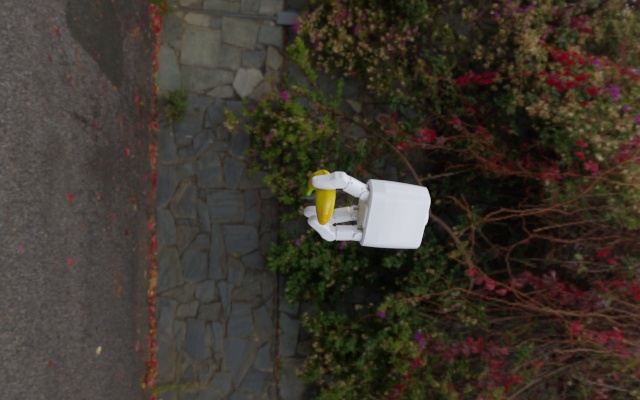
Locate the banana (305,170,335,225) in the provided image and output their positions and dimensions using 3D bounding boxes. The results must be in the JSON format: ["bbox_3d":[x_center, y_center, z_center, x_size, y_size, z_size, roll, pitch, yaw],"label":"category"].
[{"bbox_3d":[0.003,-0.016,0.862,0.037,0.070,0.197,9,14,-10],"label":"banana"}]
